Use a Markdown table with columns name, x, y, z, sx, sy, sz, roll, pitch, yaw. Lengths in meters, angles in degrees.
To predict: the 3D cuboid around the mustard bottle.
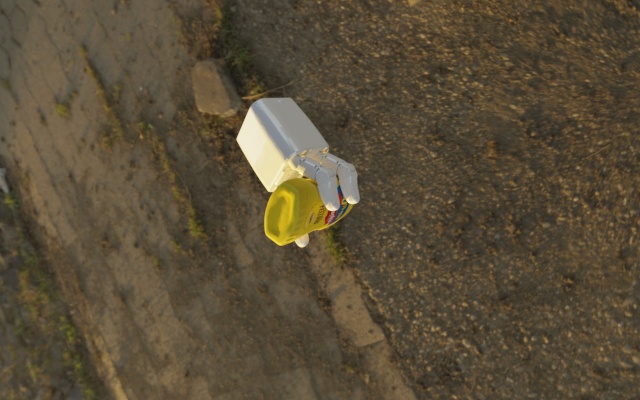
| name | x | y | z | sx | sy | sz | roll | pitch | yaw |
| --- | --- | --- | --- | --- | --- | --- | --- | --- | --- |
| mustard bottle | 0.000 | 0.003 | 0.735 | 0.058 | 0.096 | 0.191 | 32 | 28 | 27 |
